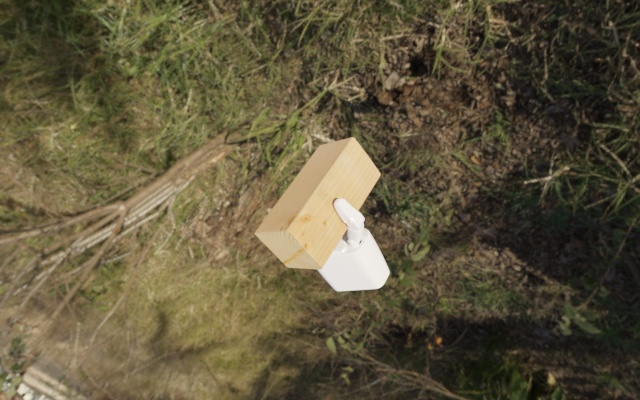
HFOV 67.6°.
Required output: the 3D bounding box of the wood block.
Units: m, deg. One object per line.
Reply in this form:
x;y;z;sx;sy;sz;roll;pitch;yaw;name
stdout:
0.000;0.003;0.779;0.091;0.206;0.090;-6;-48;49;wood block
